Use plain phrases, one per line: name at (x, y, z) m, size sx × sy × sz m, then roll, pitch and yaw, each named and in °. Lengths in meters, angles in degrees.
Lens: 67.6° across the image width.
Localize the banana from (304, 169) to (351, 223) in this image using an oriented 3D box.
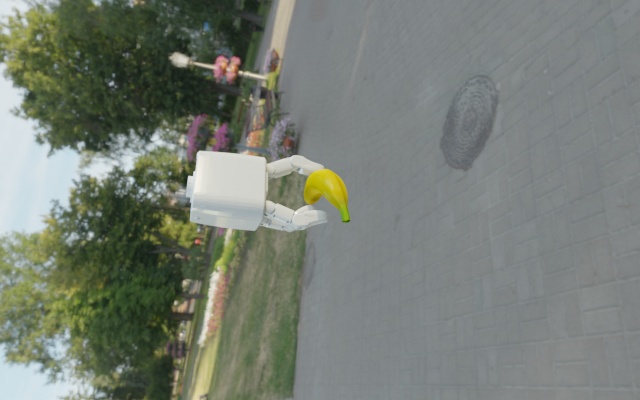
banana at (0.003, -0.016, 0.746) m, size 0.037 × 0.069 × 0.198 m, roll 3°, pitch 7°, yaw -16°
